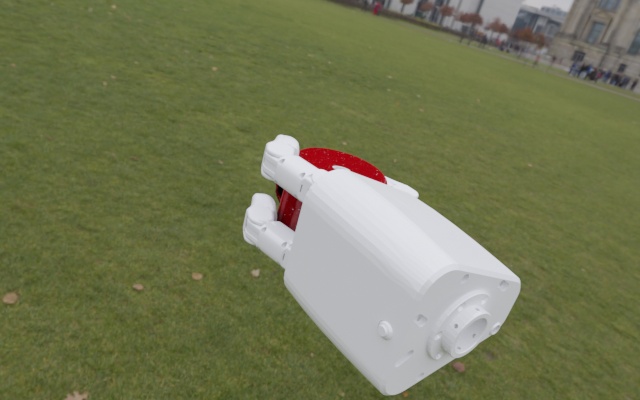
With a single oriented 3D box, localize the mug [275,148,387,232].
[{"bbox_3d":[-0.001,0.000,0.412,0.093,0.081,0.117,-3,31,-39],"label":"mug"}]
